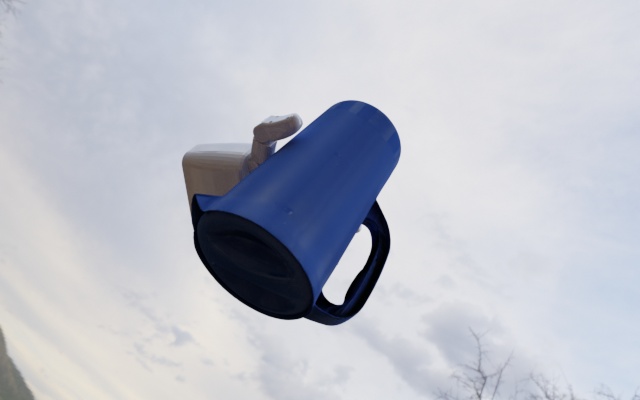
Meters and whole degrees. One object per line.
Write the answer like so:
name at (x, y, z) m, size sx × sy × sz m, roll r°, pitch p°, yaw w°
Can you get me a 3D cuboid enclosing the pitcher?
pitcher at (0.000, 0.002, 0.502) m, size 0.145 × 0.149 × 0.242 m, roll 7°, pitch 40°, yaw 34°
